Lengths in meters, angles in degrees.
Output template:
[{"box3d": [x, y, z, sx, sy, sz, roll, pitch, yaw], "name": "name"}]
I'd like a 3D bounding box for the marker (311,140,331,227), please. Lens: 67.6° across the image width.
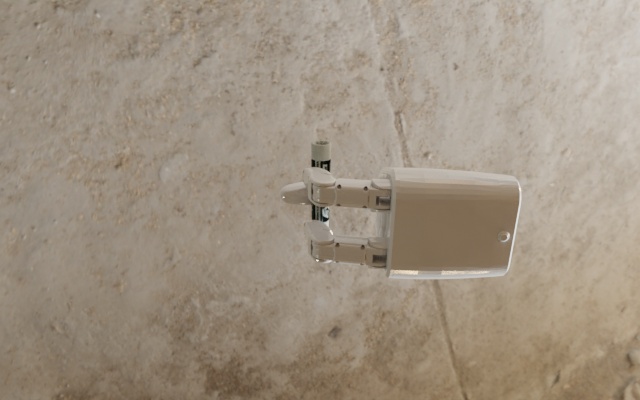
[{"box3d": [0.000, 0.002, 0.471, 0.020, 0.121, 0.020, 0, 22, 0], "name": "marker"}]
